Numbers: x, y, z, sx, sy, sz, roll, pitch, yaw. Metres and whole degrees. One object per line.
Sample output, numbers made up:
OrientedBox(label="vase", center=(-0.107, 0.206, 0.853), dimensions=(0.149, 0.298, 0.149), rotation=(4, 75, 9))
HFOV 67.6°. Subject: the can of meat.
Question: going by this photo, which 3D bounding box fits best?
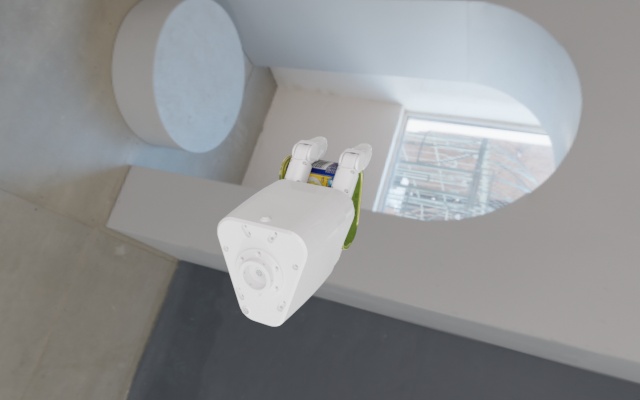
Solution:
OrientedBox(label="can of meat", center=(0.000, 0.002, 0.561), dimensions=(0.084, 0.102, 0.057), rotation=(12, 21, 22))
